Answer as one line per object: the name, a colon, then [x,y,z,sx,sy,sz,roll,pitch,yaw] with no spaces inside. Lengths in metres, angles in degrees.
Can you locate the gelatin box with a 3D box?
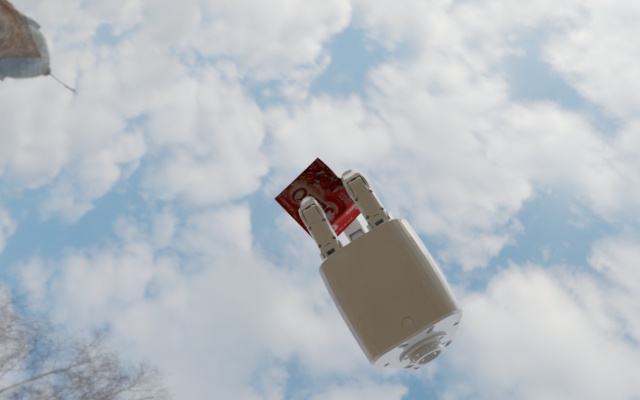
gelatin box: [0.000,0.002,0.552,0.089,0.073,0.030,44,-3,39]
